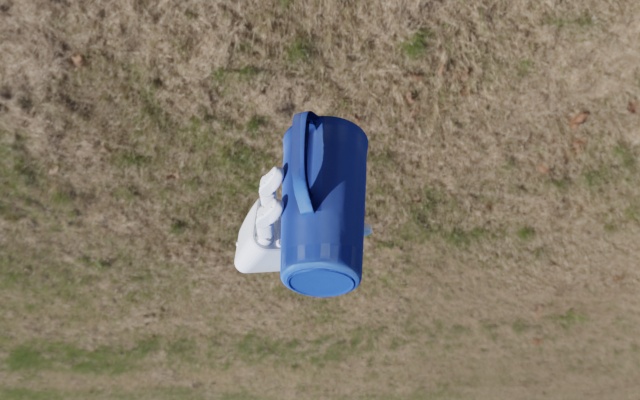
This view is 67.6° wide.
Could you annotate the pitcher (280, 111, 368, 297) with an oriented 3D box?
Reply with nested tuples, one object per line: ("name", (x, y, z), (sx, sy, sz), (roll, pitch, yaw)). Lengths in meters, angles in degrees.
("pitcher", (0.000, 0.002, 0.680), (0.149, 0.242, 0.145), (17, -35, -21))
